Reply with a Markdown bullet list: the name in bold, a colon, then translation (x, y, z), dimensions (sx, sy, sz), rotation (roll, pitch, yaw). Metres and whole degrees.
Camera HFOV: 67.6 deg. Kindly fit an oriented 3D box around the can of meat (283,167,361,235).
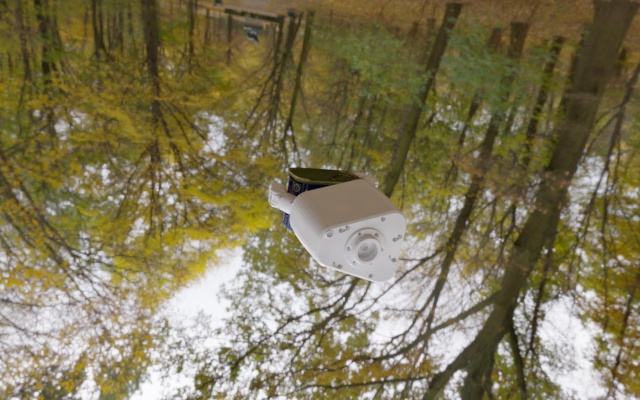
- **can of meat**: translation (0.000, 0.003, 0.677), dimensions (0.102, 0.084, 0.057), rotation (2, 19, -23)
